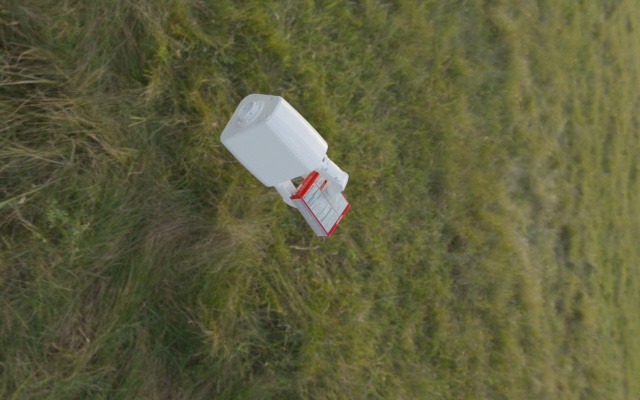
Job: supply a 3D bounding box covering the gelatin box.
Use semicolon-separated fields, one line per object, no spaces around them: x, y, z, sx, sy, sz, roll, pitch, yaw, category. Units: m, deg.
0.001;0.003;0.765;0.030;0.089;0.073;-7;38;46;gelatin box
